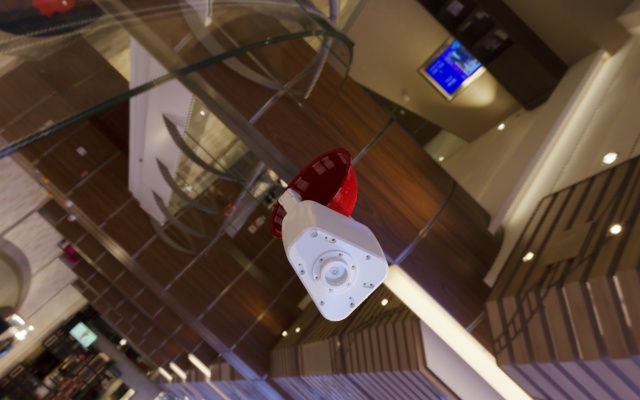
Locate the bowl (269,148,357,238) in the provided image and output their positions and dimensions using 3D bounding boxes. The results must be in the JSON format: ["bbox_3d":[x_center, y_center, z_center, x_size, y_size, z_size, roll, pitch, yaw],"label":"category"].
[{"bbox_3d":[0.000,0.002,0.694,0.055,0.162,0.162,41,-20,-25],"label":"bowl"}]
